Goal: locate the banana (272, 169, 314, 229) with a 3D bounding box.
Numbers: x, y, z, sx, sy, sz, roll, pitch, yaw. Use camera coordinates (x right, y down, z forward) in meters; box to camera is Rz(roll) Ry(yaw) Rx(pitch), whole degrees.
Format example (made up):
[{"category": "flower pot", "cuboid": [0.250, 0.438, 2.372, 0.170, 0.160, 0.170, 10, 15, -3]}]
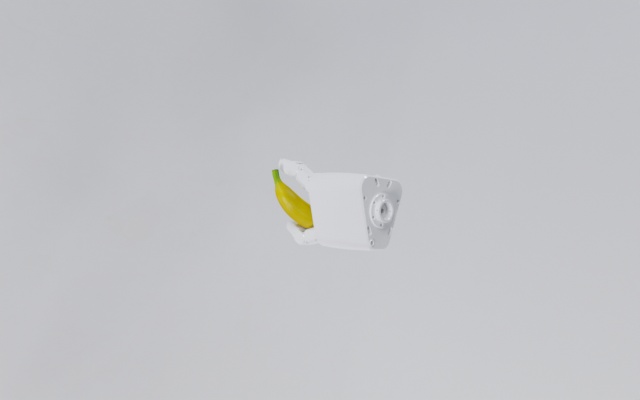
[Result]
[{"category": "banana", "cuboid": [-0.007, 0.018, 0.801, 0.198, 0.069, 0.037, 31, -25, -37]}]
